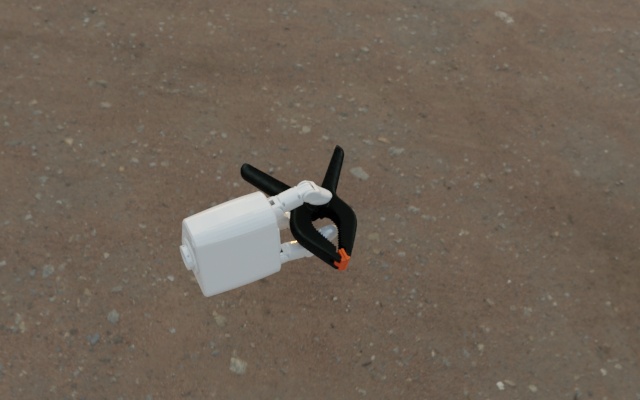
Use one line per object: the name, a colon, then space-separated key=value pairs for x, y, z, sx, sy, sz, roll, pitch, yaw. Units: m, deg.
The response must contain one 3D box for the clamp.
clamp: x=0.000 y=0.002 z=0.681 sx=0.164 sy=0.210 sz=0.036 roll=-20 pitch=-32 yaw=-22
